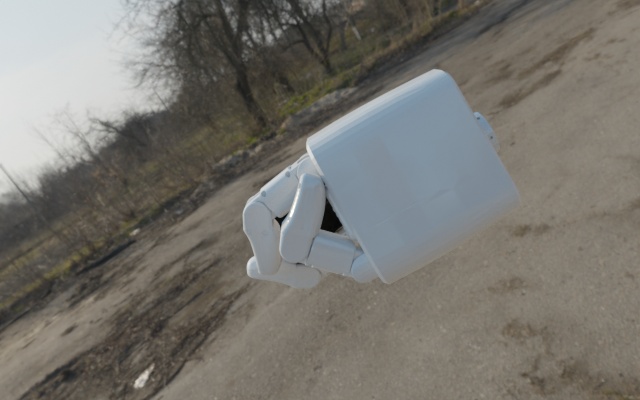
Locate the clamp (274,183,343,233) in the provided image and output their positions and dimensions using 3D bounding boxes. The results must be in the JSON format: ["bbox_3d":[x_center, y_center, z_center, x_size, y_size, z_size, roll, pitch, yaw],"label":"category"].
[{"bbox_3d":[0.000,0.001,0.435,0.120,0.039,0.171,-30,16,7],"label":"clamp"}]
